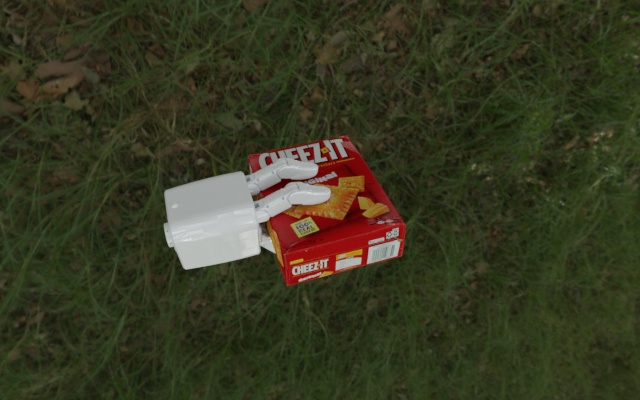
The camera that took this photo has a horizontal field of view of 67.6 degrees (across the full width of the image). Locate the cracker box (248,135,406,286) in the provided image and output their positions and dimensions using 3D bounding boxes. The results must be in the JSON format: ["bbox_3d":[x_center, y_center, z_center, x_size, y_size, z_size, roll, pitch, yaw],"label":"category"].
[{"bbox_3d":[0.000,0.002,0.675,0.164,0.072,0.213,-13,44,-13],"label":"cracker box"}]
